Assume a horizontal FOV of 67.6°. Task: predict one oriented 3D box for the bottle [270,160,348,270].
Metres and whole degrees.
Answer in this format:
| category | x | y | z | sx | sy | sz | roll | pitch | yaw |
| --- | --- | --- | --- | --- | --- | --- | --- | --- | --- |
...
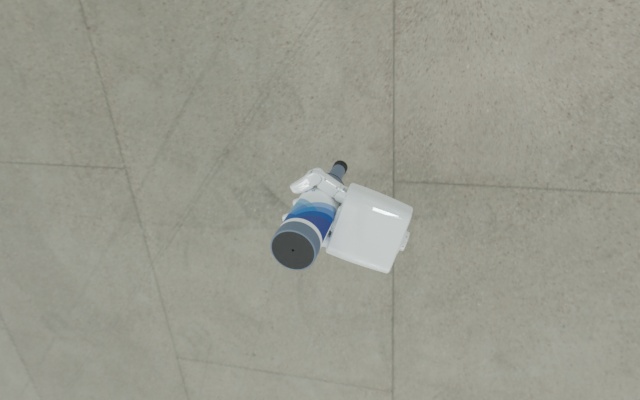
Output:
| category | x | y | z | sx | sy | sz | roll | pitch | yaw |
| --- | --- | --- | --- | --- | --- | --- | --- | --- | --- |
| bottle | 0.000 | 0.003 | 0.782 | 0.069 | 0.069 | 0.295 | 0 | 27 | 17 |
